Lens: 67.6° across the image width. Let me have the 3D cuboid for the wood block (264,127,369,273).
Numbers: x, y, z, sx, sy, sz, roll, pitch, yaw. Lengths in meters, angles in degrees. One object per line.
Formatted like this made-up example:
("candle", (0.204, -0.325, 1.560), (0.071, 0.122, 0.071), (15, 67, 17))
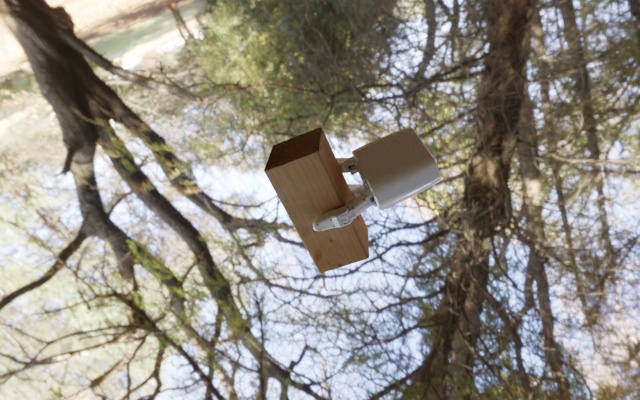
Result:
("wood block", (0.001, 0.003, 0.765), (0.090, 0.206, 0.090), (-19, 28, 15))
